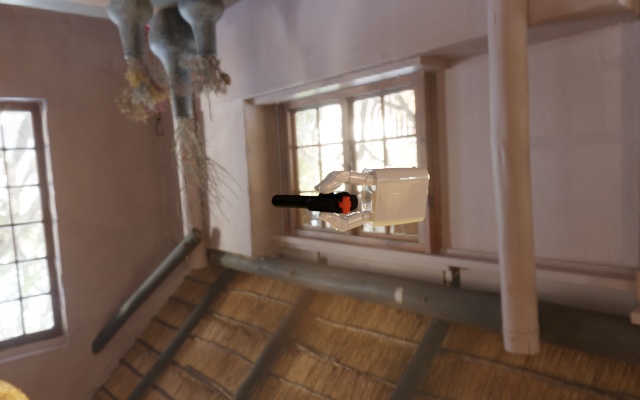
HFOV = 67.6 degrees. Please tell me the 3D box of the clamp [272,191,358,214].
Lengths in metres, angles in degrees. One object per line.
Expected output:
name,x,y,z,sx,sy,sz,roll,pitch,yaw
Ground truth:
clamp,0.001,0.004,0.879,0.164,0.036,0.210,-4,4,-12
